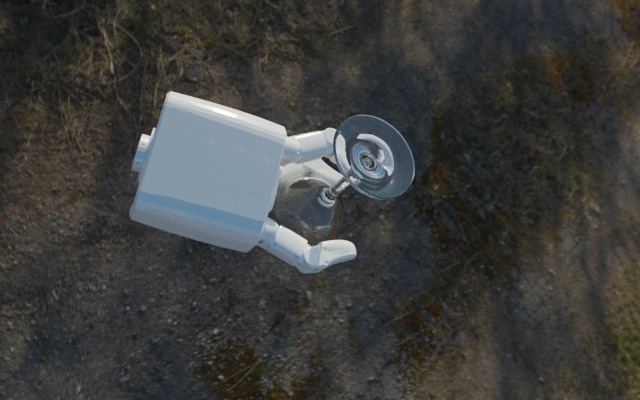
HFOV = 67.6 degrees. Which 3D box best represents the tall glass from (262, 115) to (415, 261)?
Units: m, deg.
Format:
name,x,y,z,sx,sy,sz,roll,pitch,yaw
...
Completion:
name,x,y,z,sx,sy,sz,roll,pitch,yaw
tall glass,0.000,0.001,0.456,0.079,0.079,0.201,0,-22,-27
